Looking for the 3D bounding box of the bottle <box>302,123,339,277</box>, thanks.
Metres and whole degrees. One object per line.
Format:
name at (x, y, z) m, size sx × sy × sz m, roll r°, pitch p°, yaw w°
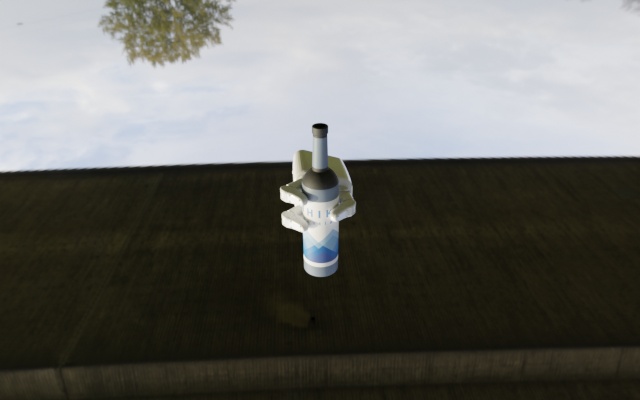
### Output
bottle at (0.000, 0.003, 0.864) m, size 0.069 × 0.296 × 0.069 m, roll 0°, pitch 31°, yaw 0°
